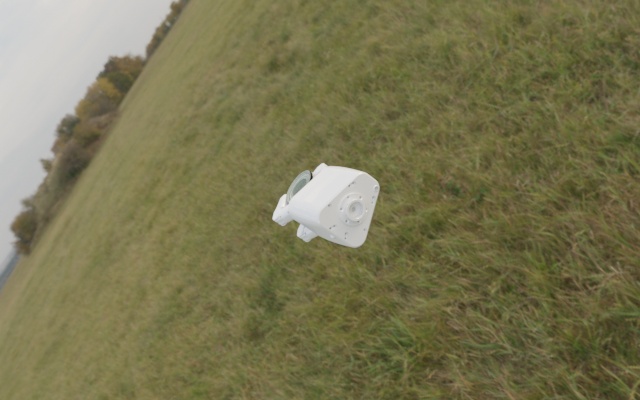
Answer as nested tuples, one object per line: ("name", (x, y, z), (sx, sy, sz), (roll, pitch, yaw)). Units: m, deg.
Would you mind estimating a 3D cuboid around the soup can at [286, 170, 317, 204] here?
("soup can", (0.000, 0.002, 0.822), (0.102, 0.068, 0.068), (34, -16, -25))
